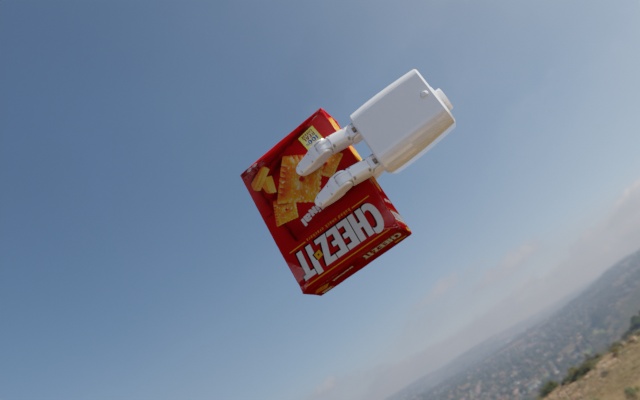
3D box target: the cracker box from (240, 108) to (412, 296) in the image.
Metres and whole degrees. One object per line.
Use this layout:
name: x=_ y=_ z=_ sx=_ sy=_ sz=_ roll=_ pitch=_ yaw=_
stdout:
cracker box: x=0.000 y=0.002 z=0.684 sx=0.164 sy=0.213 sz=0.072 roll=-37 pitch=-24 yaw=14
